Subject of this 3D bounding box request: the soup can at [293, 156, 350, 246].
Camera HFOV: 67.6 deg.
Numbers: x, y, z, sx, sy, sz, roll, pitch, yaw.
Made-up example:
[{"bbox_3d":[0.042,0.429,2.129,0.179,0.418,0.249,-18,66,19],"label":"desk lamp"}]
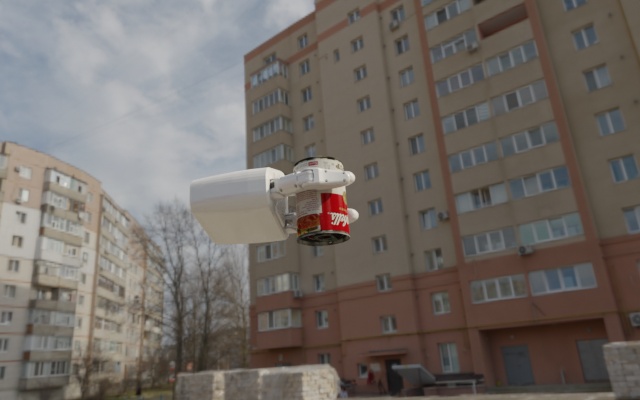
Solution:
[{"bbox_3d":[0.001,0.002,0.618,0.068,0.102,0.068,-4,-18,-1],"label":"soup can"}]
